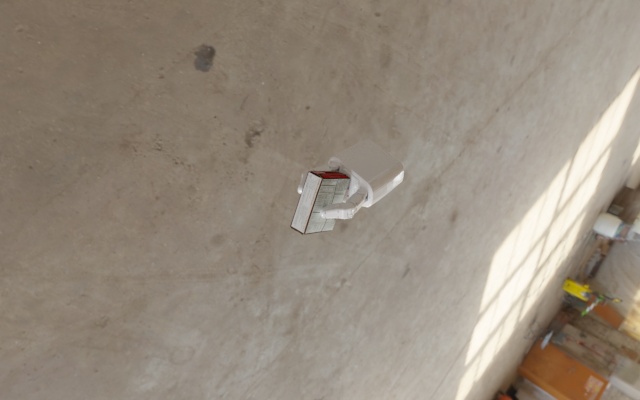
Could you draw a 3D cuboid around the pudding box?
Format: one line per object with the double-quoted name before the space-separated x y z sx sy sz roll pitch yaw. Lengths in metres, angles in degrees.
"pudding box" 0.000 0.003 0.862 0.039 0.113 0.090 27 17 33
